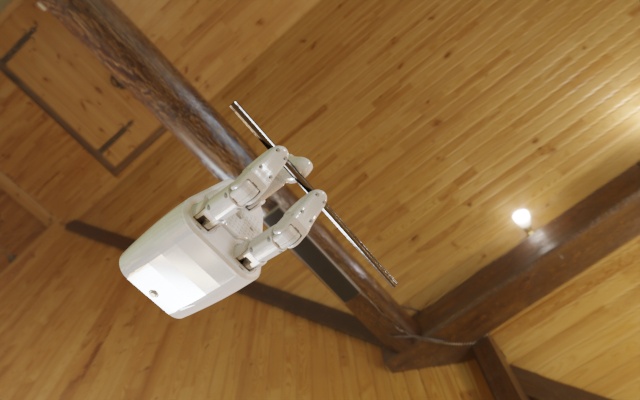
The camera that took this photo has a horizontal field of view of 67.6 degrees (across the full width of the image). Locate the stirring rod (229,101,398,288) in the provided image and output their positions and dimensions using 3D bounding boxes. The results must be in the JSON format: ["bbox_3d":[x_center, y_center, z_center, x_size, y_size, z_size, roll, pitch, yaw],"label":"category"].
[{"bbox_3d":[0.000,0.001,0.450,0.011,0.239,0.011,-36,20,15],"label":"stirring rod"}]
